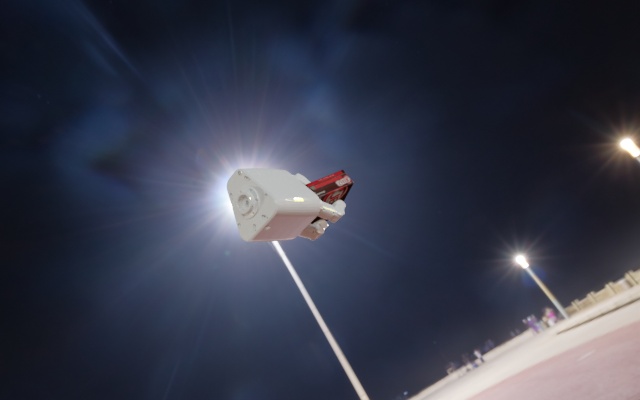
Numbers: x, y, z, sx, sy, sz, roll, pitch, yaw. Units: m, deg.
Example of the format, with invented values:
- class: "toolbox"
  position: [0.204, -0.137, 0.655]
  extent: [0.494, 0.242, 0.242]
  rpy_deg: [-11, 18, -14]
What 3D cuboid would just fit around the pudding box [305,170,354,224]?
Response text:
- class: "pudding box"
  position: [0.000, 0.003, 0.852]
  extent: [0.090, 0.039, 0.114]
  rpy_deg: [-22, -23, -31]
